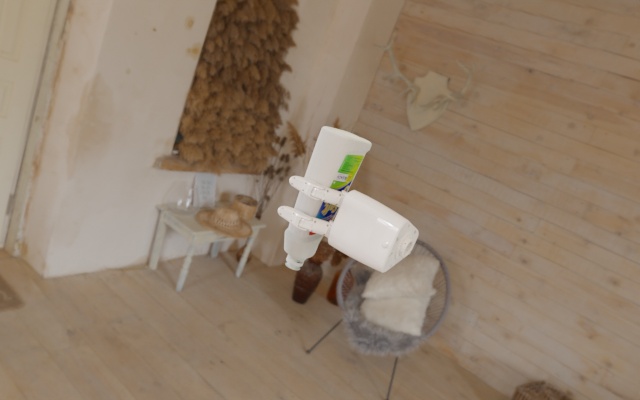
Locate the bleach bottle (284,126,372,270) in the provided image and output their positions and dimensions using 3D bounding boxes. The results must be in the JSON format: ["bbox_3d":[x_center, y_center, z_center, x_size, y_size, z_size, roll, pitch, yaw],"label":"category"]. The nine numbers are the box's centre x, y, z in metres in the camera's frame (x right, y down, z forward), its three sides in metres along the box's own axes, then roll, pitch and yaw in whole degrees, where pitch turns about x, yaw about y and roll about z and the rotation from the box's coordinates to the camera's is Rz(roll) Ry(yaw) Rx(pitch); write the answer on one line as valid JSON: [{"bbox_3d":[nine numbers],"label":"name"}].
[{"bbox_3d":[0.000,0.003,0.823,0.068,0.251,0.102,28,15,28],"label":"bleach bottle"}]
